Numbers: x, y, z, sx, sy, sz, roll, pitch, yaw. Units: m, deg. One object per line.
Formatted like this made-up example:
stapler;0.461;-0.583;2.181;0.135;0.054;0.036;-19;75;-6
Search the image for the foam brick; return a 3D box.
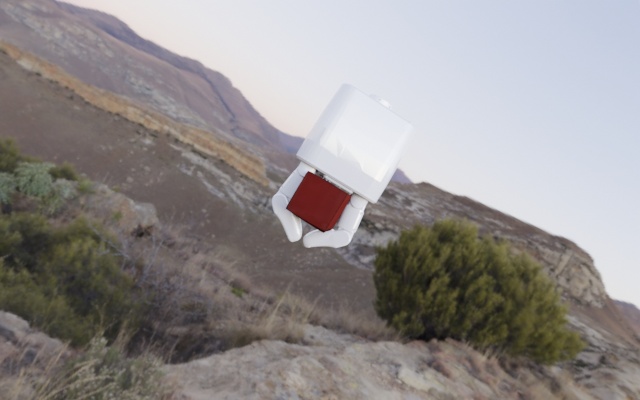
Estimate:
foam brick;0.000;0.002;0.559;0.053;0.051;0.078;32;3;7
